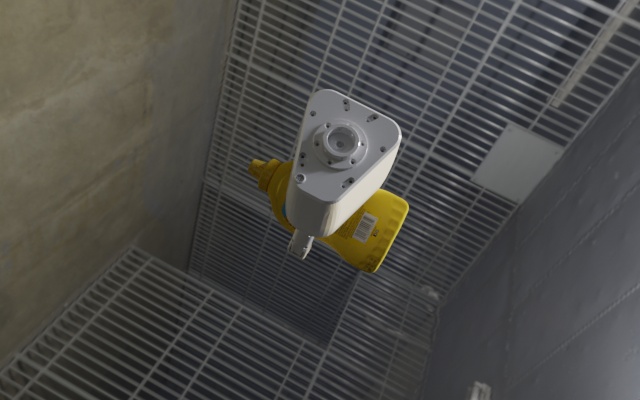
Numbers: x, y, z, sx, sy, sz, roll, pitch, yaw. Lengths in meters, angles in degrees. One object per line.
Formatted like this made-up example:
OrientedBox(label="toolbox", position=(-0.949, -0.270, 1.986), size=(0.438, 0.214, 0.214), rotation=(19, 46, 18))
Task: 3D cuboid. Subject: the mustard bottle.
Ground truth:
OrientedBox(label="mustard bottle", position=(0.000, 0.002, 0.570), size=(0.191, 0.096, 0.058), rotation=(28, 6, 5))
